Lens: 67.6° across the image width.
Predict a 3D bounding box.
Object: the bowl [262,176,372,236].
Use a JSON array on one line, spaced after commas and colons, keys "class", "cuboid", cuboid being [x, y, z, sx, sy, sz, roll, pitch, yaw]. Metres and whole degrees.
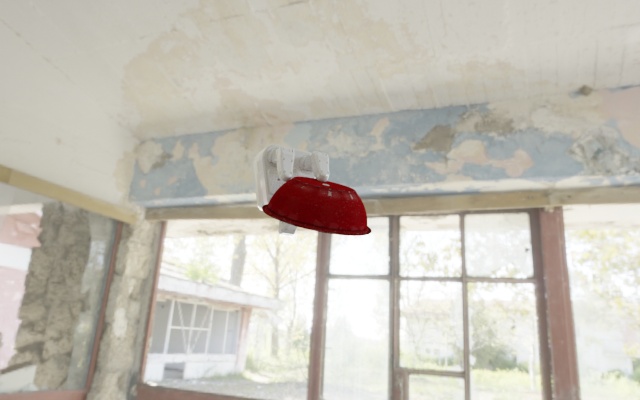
[{"class": "bowl", "cuboid": [0.001, 0.002, 0.685, 0.162, 0.055, 0.162, 12, 9, -2]}]
